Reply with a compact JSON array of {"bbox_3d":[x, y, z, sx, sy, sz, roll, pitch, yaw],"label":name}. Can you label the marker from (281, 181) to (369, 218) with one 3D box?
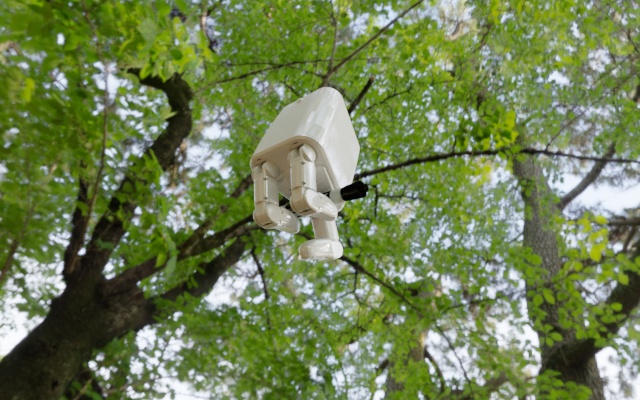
[{"bbox_3d":[0.000,0.002,0.526,0.121,0.020,0.020,-18,-11,35],"label":"marker"}]
